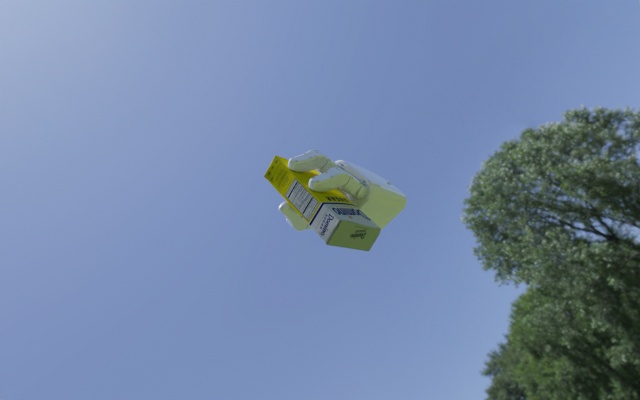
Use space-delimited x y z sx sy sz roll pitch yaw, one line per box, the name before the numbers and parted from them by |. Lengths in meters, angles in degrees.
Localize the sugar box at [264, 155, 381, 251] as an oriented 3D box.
sugar box | 0.000 0.002 0.692 0.093 0.048 0.176 14 20 -46
